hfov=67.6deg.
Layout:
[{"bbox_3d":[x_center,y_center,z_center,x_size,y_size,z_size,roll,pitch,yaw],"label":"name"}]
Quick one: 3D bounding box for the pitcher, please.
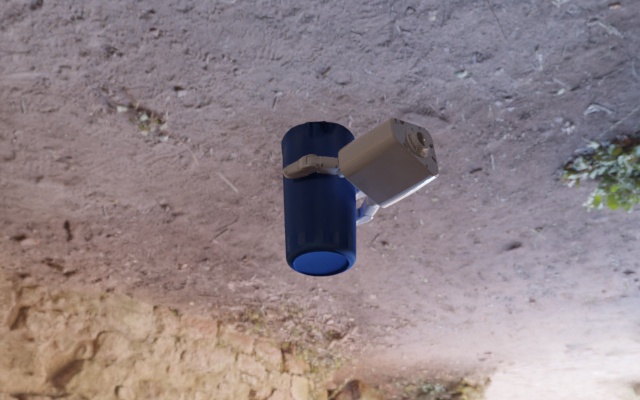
[{"bbox_3d":[0.000,0.003,0.798,0.149,0.242,0.145,27,-42,-35],"label":"pitcher"}]
